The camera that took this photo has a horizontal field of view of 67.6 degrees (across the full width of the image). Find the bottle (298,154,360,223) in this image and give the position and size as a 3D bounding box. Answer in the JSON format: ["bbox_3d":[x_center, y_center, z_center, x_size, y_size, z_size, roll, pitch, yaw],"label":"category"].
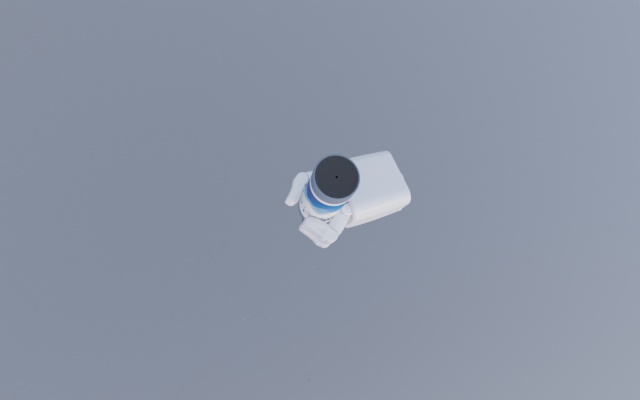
[{"bbox_3d":[0.000,0.003,0.796,0.069,0.069,0.296,0,-14,-9],"label":"bottle"}]
